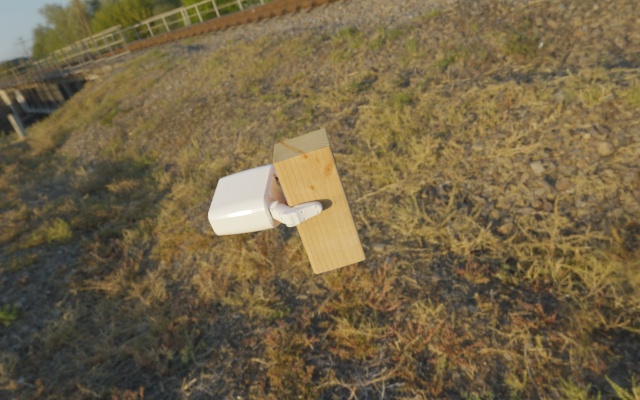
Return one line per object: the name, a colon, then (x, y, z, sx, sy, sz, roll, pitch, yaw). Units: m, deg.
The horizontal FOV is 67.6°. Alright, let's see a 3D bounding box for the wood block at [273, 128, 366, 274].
wood block: (0.000, 0.003, 0.775, 0.090, 0.206, 0.090, -17, 25, 5)
